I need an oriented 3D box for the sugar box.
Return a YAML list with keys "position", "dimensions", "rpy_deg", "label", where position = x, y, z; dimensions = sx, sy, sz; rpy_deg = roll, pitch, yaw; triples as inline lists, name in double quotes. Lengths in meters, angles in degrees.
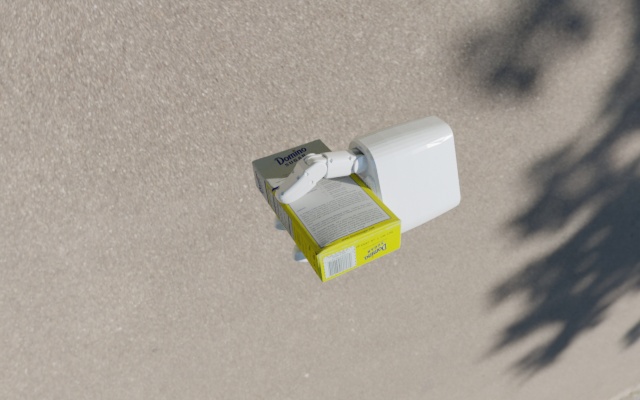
- position: [0.000, 0.002, 0.520]
  dimensions: [0.093, 0.048, 0.176]
  rpy_deg: [-20, 40, -18]
  label: "sugar box"
